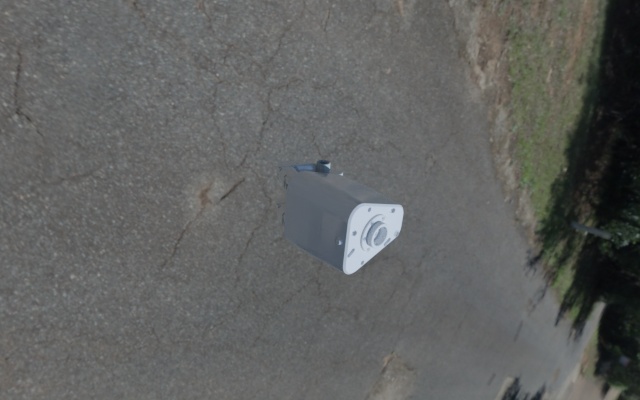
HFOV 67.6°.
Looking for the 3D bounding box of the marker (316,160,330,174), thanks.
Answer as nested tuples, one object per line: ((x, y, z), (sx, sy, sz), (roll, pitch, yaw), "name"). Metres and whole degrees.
((0.000, 0.002, 0.672), (0.020, 0.121, 0.020), (4, 26, -2), "marker")
